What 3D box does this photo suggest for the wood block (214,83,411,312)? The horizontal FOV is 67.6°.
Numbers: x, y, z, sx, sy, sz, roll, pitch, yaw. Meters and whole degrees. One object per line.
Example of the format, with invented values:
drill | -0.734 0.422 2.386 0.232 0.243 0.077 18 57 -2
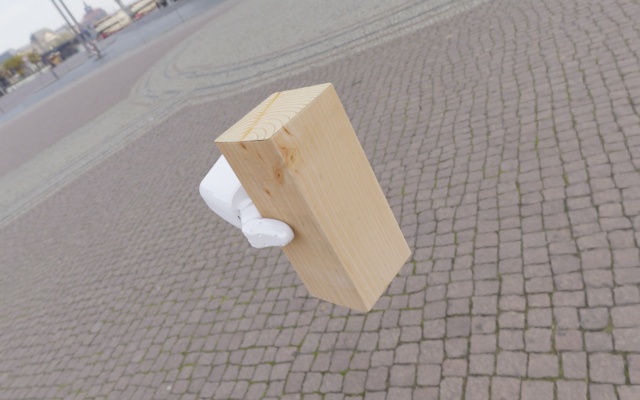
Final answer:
wood block | 0.000 0.002 0.476 0.090 0.206 0.090 5 43 48
